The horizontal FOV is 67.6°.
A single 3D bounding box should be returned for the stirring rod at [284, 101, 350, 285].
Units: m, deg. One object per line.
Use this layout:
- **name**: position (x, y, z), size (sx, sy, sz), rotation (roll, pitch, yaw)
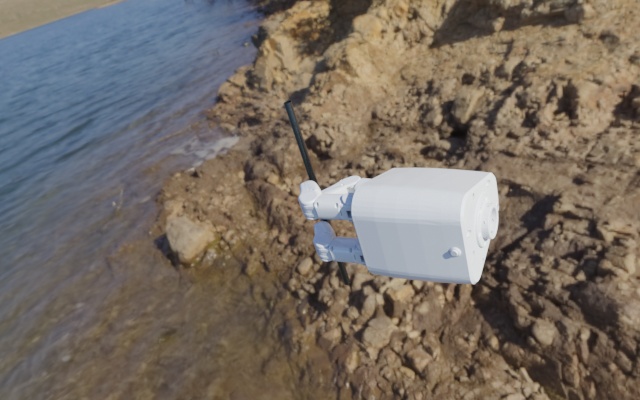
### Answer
- **stirring rod**: position (0.000, 0.002, 0.538), size (0.011, 0.240, 0.011), rotation (-14, 28, 8)
